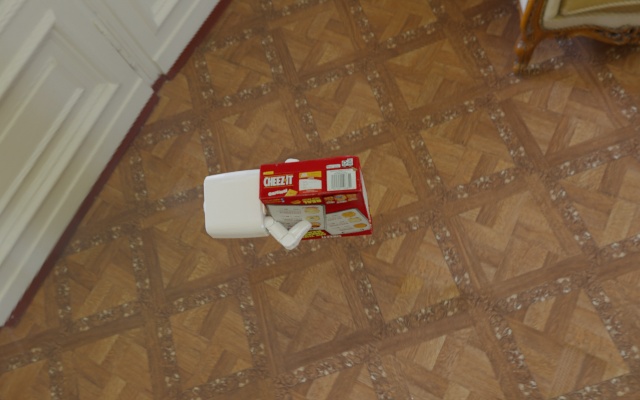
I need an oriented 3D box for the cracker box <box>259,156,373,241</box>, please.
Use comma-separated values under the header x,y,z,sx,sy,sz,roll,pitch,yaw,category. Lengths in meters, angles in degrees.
x,y,z,sx,sy,sz,roll,pitch,yaw,category
0.000,0.003,0.839,0.164,0.072,0.214,-5,-23,9,cracker box
